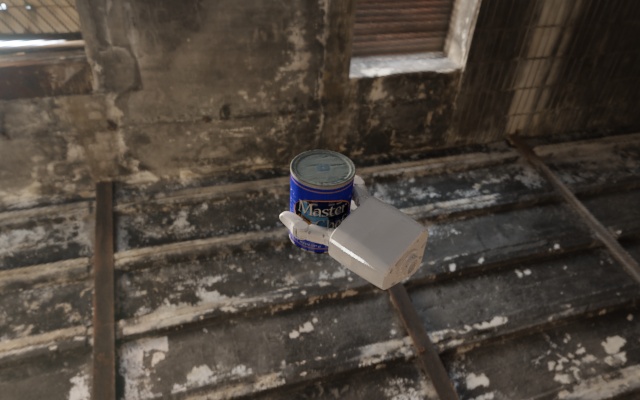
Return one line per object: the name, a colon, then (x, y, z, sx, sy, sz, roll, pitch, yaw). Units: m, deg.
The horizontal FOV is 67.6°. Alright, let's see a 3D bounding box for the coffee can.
coffee can: (0.000, 0.002, 0.786, 0.103, 0.140, 0.102, 3, 38, -2)
